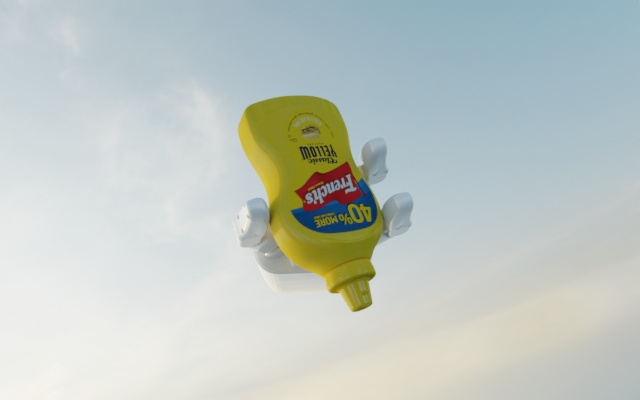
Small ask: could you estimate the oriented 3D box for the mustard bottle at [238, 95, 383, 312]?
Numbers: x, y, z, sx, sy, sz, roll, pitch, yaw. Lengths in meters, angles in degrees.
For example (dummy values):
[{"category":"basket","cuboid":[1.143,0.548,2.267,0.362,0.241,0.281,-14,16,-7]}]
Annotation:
[{"category":"mustard bottle","cuboid":[0.000,0.001,0.405,0.096,0.191,0.058,-7,-26,-30]}]
